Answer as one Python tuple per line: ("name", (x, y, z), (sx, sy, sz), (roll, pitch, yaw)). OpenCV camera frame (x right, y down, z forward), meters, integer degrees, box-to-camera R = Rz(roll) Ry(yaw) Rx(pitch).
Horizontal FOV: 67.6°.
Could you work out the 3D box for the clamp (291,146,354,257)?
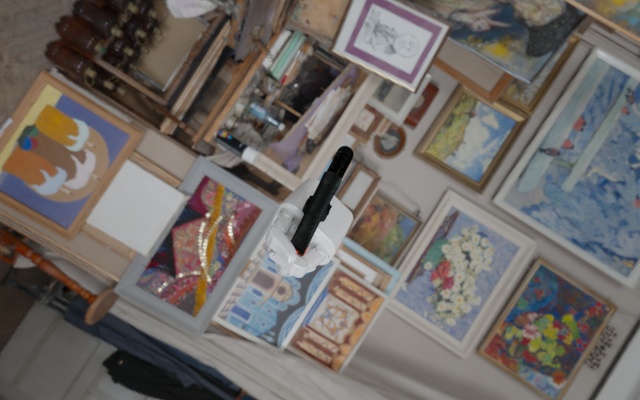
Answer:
("clamp", (0.001, 0.003, 0.675), (0.039, 0.171, 0.120), (32, 36, 4))
